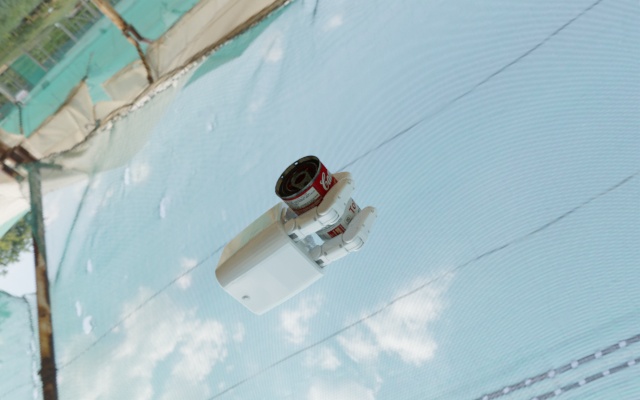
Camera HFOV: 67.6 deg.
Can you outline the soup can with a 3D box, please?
[{"bbox_3d":[0.001,0.002,0.603,0.068,0.068,0.102,0,-39,47],"label":"soup can"}]
